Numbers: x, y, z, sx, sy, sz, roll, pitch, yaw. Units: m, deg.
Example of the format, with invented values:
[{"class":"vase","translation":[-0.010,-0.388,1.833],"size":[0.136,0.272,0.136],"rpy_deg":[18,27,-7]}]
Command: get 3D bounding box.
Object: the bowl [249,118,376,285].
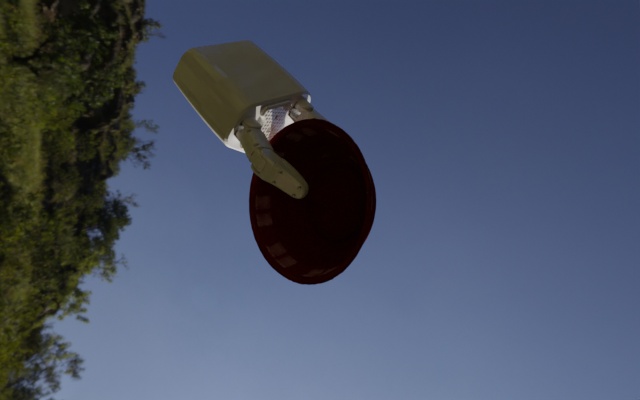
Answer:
[{"class":"bowl","translation":[0.001,0.003,0.484],"size":[0.162,0.162,0.055],"rpy_deg":[0,-2,41]}]
